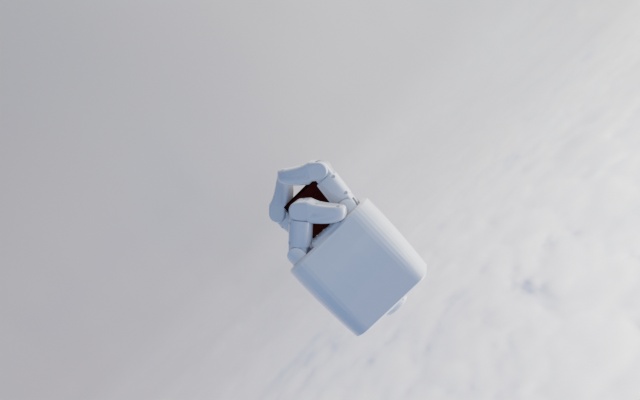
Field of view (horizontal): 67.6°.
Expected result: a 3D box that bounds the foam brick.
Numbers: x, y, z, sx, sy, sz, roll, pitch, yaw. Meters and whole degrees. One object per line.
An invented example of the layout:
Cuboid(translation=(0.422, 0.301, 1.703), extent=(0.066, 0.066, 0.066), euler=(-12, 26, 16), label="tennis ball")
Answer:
Cuboid(translation=(0.000, 0.002, 0.578), extent=(0.053, 0.051, 0.078), euler=(-44, 0, 19), label="foam brick")
